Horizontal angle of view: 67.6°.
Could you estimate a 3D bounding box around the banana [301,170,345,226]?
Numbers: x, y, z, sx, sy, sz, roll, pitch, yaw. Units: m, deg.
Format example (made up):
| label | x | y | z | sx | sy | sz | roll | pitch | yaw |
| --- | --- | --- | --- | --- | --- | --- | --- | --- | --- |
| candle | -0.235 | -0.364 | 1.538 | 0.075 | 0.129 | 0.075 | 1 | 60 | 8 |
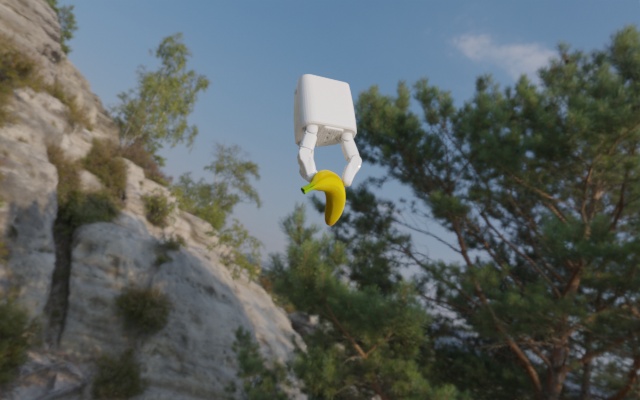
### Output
| label | x | y | z | sx | sy | sz | roll | pitch | yaw |
| --- | --- | --- | --- | --- | --- | --- | --- | --- | --- |
| banana | 0.014 | -0.009 | 0.868 | 0.069 | 0.037 | 0.198 | -36 | -26 | 0 |
